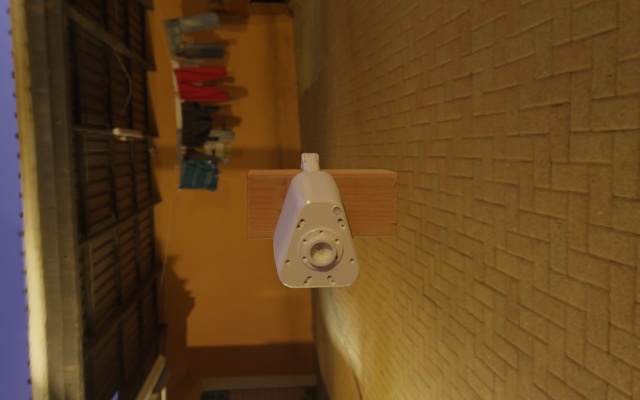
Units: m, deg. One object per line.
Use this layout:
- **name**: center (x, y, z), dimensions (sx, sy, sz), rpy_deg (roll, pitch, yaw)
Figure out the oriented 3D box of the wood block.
- **wood block**: center (0.000, 0.002, 0.690), dimensions (0.206, 0.091, 0.090), rpy_deg (0, 8, -6)
